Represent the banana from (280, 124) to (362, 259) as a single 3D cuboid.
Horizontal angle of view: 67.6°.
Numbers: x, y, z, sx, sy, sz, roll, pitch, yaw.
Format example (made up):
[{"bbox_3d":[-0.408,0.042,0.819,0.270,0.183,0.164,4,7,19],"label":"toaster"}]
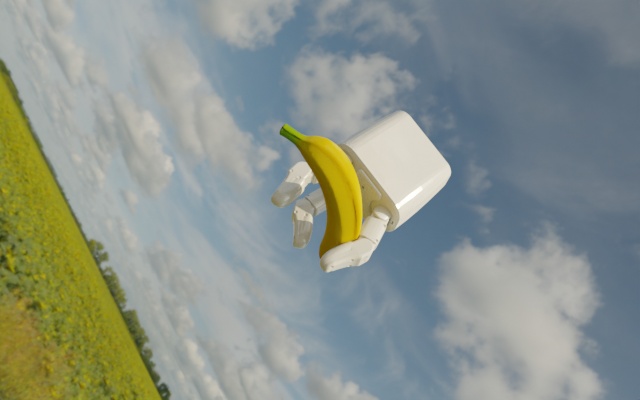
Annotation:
[{"bbox_3d":[0.013,0.005,0.503,0.069,0.198,0.037,23,52,36],"label":"banana"}]
